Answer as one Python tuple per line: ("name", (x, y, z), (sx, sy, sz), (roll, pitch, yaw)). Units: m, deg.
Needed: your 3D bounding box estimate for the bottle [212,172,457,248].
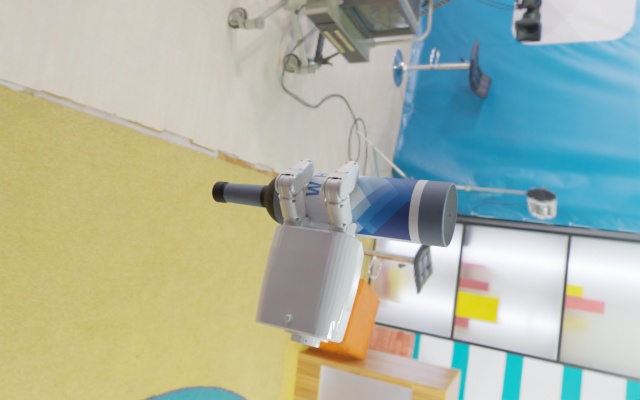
("bottle", (0.000, 0.002, 0.546), (0.295, 0.069, 0.069), (6, 2, 27))
